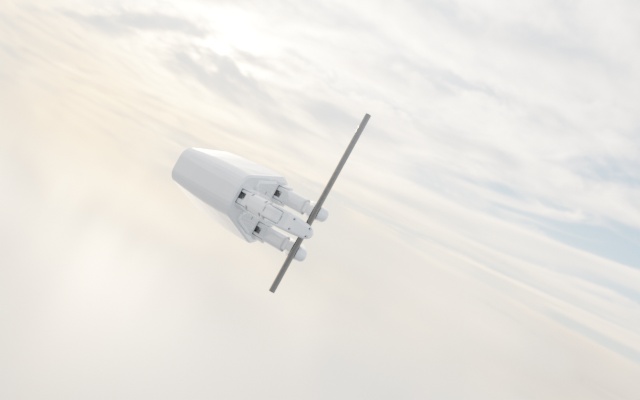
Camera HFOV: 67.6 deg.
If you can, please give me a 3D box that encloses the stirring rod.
[{"bbox_3d":[0.000,0.002,0.567,0.011,0.239,0.011,29,-4,2],"label":"stirring rod"}]
